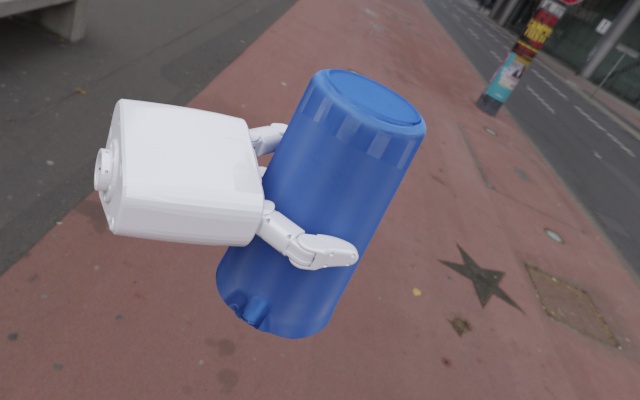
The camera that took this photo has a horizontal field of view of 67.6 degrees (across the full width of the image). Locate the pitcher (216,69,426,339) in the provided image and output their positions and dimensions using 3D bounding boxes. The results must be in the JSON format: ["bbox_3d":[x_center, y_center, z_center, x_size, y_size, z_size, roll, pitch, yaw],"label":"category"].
[{"bbox_3d":[0.000,0.002,0.468,0.145,0.243,0.149,7,35,-32],"label":"pitcher"}]
